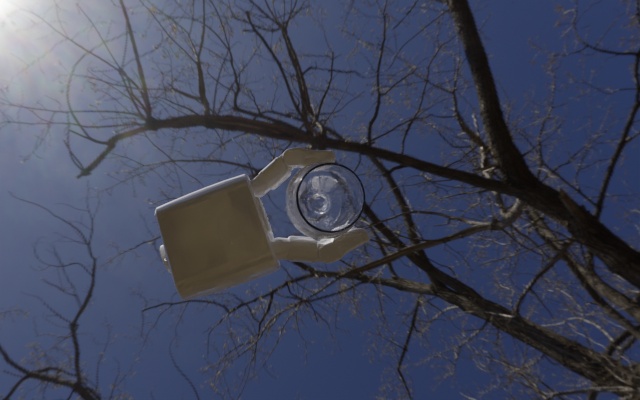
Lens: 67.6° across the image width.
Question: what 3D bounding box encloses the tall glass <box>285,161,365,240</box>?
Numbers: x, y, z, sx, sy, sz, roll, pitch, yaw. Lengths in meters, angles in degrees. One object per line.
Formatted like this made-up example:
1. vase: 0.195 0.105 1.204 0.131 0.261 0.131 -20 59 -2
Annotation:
1. tall glass: 0.000 0.002 0.517 0.079 0.079 0.201 0 -3 -6
